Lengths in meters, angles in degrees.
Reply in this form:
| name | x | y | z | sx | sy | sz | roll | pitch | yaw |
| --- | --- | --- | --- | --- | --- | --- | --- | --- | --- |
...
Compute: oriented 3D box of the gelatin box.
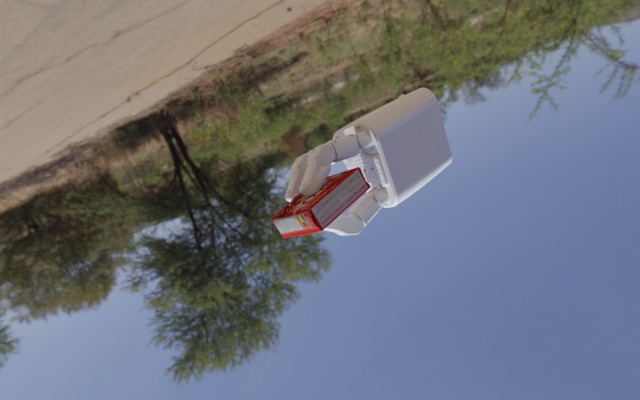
| name | x | y | z | sx | sy | sz | roll | pitch | yaw |
| --- | --- | --- | --- | --- | --- | --- | --- | --- | --- |
| gelatin box | 0.000 | 0.002 | 0.520 | 0.089 | 0.030 | 0.073 | -41 | 16 | -35 |
